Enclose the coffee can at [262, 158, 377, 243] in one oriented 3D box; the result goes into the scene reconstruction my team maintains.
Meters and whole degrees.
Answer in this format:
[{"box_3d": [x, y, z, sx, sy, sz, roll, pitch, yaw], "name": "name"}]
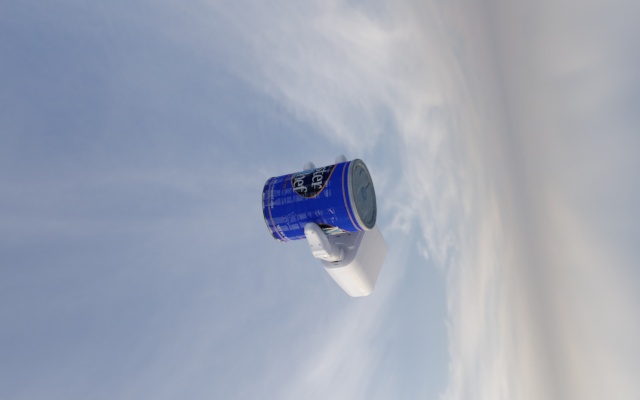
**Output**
[{"box_3d": [0.000, 0.002, 0.701, 0.140, 0.103, 0.103, -10, -4, 23], "name": "coffee can"}]
